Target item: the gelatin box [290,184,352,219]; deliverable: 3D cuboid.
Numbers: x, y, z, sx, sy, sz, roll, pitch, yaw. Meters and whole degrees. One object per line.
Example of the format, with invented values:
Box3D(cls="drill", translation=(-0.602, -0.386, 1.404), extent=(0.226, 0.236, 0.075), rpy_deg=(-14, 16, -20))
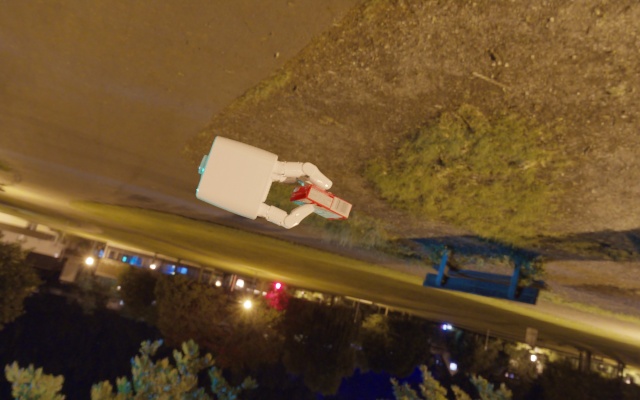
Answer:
Box3D(cls="gelatin box", translation=(0.000, 0.003, 0.843), extent=(0.089, 0.030, 0.073), rpy_deg=(27, -14, -21))
